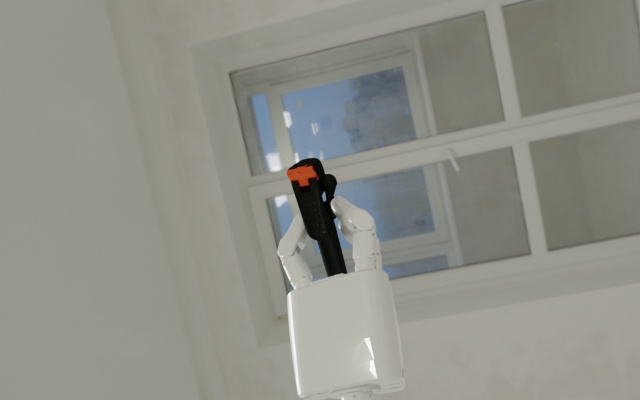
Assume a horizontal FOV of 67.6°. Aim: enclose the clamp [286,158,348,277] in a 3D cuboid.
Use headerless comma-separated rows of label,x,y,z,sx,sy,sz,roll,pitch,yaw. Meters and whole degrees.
clamp,-0.001,0.002,0.568,0.036,0.164,0.210,-11,-30,8
